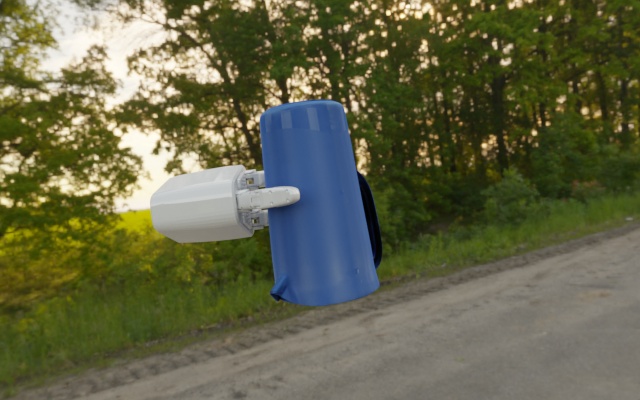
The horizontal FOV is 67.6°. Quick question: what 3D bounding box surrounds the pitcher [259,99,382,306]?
[{"bbox_3d":[0.000,0.002,0.609,0.145,0.243,0.149,-8,2,5],"label":"pitcher"}]
